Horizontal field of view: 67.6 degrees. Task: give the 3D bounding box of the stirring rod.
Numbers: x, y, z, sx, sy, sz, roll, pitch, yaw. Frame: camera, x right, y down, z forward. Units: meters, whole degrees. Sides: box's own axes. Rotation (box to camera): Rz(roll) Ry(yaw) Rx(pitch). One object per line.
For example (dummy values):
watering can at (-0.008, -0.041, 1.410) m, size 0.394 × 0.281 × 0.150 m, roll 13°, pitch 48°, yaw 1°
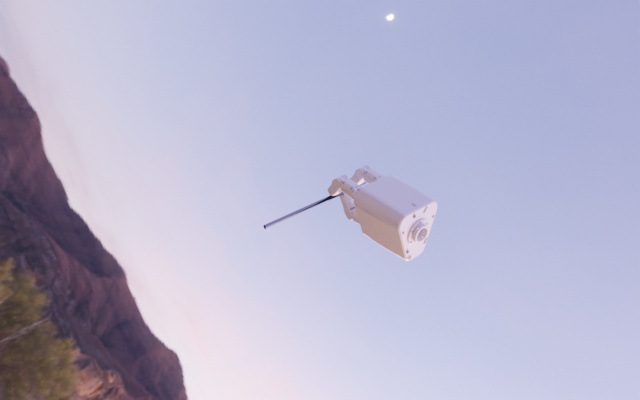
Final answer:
stirring rod at (0.000, 0.003, 0.871) m, size 0.239 × 0.011 × 0.011 m, roll -24°, pitch 13°, yaw -30°
